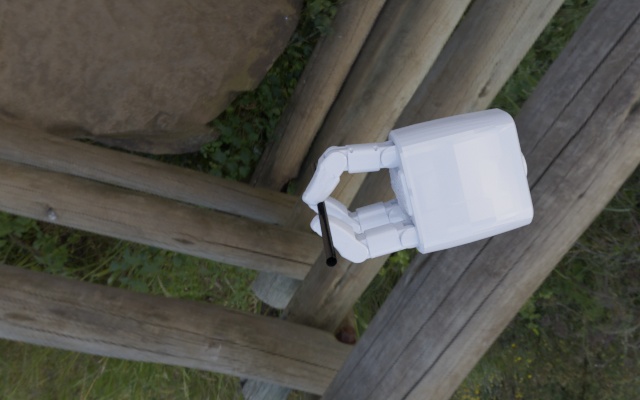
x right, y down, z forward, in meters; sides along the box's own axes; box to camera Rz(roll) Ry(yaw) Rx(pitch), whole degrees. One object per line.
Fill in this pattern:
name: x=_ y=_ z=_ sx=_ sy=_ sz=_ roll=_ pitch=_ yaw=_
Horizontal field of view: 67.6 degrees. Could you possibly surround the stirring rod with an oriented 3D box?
stirring rod: x=0.000 y=0.001 z=0.456 sx=0.011 sy=0.011 sz=0.239 roll=0 pitch=21 yaw=-4
